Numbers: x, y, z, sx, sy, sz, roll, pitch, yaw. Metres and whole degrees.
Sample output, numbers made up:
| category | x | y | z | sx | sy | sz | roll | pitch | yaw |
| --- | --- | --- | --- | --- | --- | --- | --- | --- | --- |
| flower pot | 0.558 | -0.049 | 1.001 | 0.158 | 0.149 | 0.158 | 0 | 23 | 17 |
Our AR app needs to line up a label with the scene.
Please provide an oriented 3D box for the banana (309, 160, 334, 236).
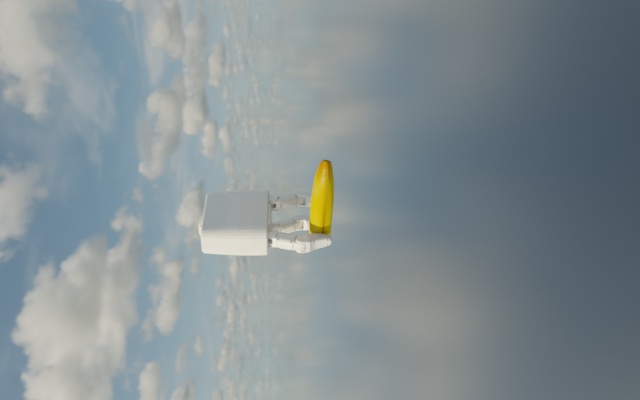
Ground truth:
| category | x | y | z | sx | sy | sz | roll | pitch | yaw |
| --- | --- | --- | --- | --- | --- | --- | --- | --- | --- |
| banana | 0.000 | 0.020 | 0.783 | 0.037 | 0.069 | 0.198 | 0 | -36 | -2 |
